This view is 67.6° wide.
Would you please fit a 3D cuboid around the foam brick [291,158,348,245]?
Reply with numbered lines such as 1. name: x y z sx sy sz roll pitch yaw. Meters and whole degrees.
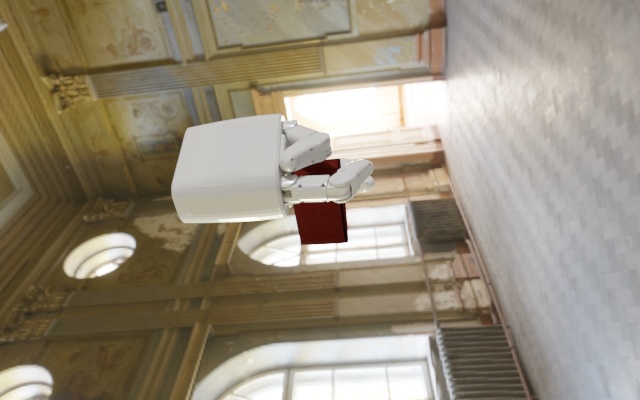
1. foam brick: 0.000 0.002 0.509 0.051 0.078 0.053 -6 32 5
